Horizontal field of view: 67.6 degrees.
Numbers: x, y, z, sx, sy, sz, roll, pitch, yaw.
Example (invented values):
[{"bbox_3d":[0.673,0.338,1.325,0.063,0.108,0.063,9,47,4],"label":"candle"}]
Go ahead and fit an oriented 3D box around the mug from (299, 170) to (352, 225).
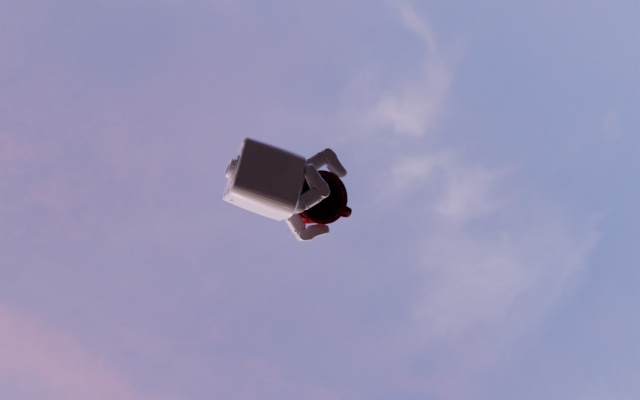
[{"bbox_3d":[0.001,0.003,0.847,0.117,0.093,0.081,21,-13,-18],"label":"mug"}]
